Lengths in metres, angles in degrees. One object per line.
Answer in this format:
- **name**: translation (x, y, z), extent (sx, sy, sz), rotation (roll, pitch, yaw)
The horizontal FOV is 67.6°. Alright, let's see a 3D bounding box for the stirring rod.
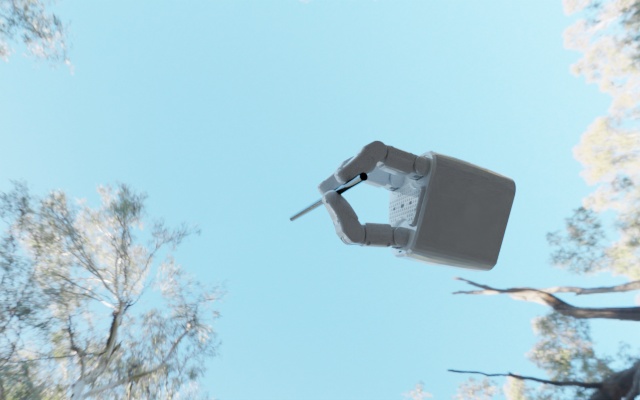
- **stirring rod**: translation (0.000, 0.002, 0.536), extent (0.011, 0.011, 0.239), rotation (0, -11, -19)
